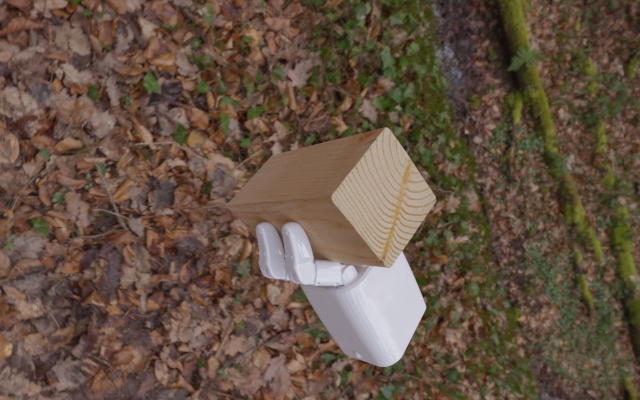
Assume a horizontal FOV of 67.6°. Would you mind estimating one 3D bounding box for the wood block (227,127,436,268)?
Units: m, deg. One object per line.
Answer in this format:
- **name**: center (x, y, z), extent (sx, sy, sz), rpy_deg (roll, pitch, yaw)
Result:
- **wood block**: center (0.001, 0.002, 0.493), extent (0.090, 0.090, 0.206), rpy_deg (-50, 24, -26)
